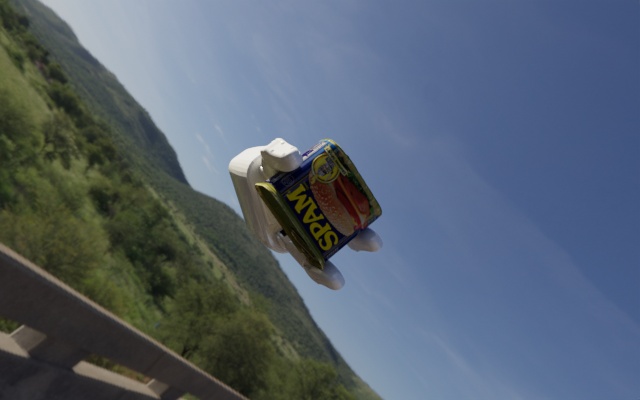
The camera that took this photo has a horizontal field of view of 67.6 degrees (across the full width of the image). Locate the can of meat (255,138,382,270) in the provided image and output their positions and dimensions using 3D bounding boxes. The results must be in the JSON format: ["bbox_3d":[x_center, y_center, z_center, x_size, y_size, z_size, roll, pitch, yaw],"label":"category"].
[{"bbox_3d":[0.000,0.001,0.472,0.084,0.102,0.057,-38,16,-16],"label":"can of meat"}]
